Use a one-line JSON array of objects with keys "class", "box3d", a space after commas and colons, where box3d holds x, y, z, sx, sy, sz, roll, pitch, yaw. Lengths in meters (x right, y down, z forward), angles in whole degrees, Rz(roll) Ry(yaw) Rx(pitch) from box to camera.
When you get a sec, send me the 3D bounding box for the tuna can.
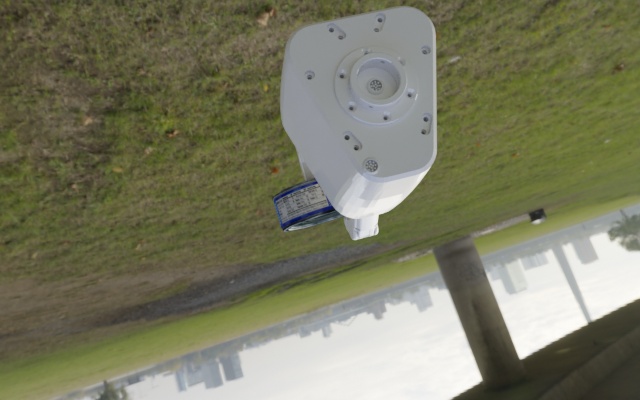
[{"class": "tuna can", "box3d": [0.000, 0.002, 0.450, 0.086, 0.033, 0.086, -17, -7, -2]}]
